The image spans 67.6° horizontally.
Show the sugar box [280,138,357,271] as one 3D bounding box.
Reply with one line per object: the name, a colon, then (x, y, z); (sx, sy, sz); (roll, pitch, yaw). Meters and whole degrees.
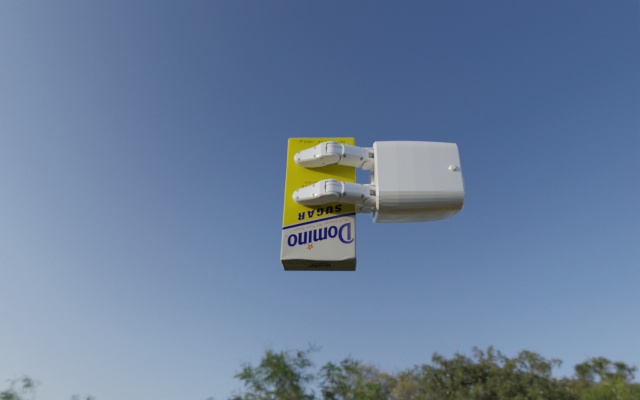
sugar box: (0.000, 0.002, 0.617); (0.093, 0.176, 0.048); (-1, -29, 3)
